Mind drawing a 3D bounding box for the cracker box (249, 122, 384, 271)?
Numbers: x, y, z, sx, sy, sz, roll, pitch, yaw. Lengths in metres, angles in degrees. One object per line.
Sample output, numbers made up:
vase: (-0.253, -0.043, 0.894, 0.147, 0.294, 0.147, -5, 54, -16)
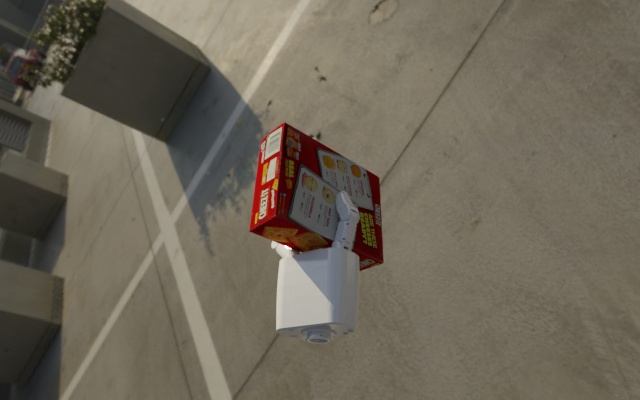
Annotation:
cracker box: (0.000, 0.002, 0.741, 0.214, 0.164, 0.072, 26, -39, -35)
